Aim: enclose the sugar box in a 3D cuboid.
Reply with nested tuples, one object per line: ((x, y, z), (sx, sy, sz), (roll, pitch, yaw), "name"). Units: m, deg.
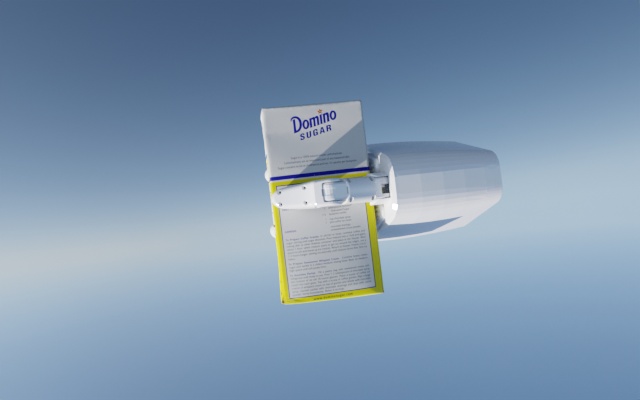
((0.000, 0.002, 0.441), (0.093, 0.176, 0.048), (-6, -3, -8), "sugar box")
